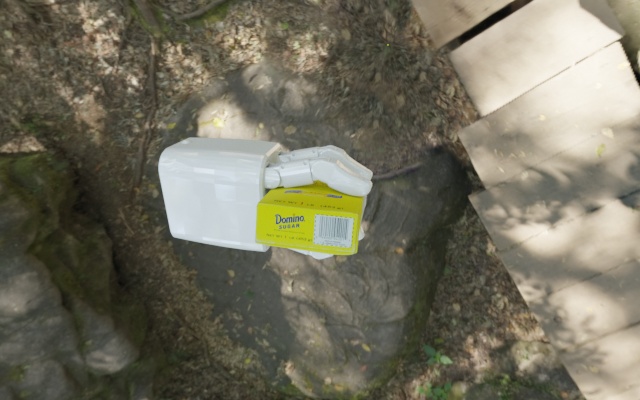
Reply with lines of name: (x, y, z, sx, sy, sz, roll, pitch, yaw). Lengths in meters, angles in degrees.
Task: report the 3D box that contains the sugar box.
sugar box: (0.000, 0.001, 0.499, 0.093, 0.048, 0.176, 7, 19, 6)
